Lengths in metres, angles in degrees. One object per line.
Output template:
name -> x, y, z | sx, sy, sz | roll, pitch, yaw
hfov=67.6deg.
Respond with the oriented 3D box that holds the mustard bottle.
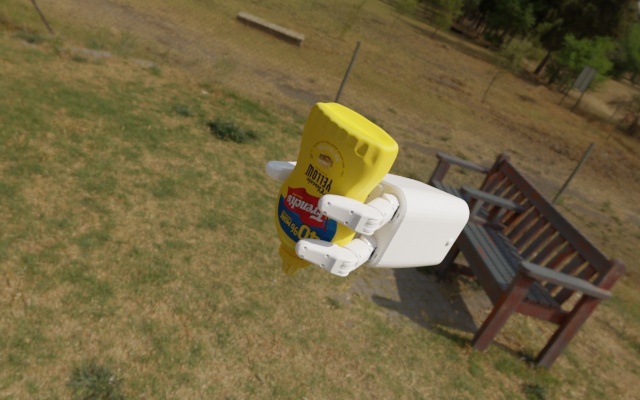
mustard bottle -> 0.000, 0.001, 0.503 | 0.096, 0.192, 0.058 | 38, 29, 24
